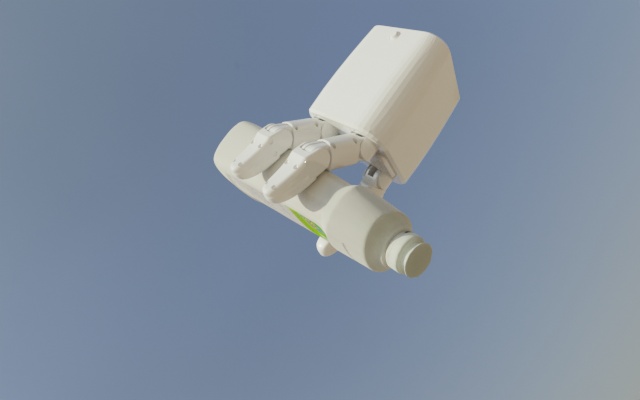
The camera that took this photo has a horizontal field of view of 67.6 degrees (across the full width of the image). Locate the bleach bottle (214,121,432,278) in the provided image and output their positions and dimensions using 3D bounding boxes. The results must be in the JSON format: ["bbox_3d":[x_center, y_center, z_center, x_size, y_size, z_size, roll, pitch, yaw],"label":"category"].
[{"bbox_3d":[0.000,0.001,0.434,0.250,0.068,0.103,31,-6,46],"label":"bleach bottle"}]
